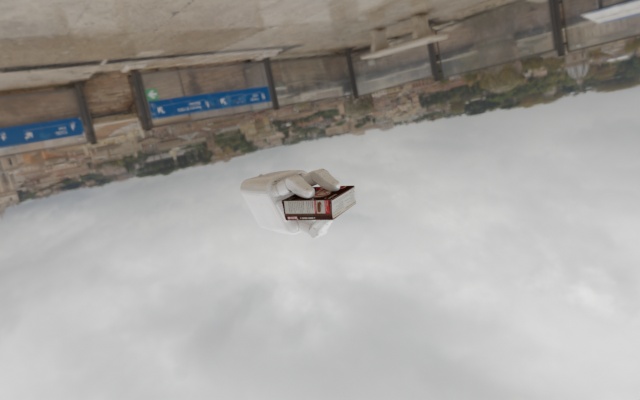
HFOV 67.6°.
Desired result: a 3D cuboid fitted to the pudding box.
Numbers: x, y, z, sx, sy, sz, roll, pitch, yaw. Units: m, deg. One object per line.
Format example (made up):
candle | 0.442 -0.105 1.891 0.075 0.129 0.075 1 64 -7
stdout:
pudding box | 0.000 0.003 0.809 0.090 0.039 0.113 -2 14 24
